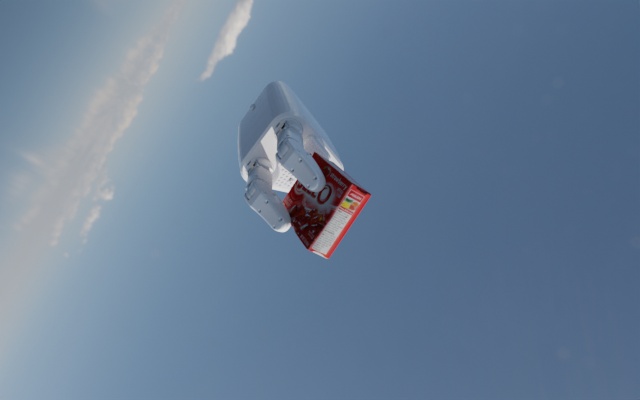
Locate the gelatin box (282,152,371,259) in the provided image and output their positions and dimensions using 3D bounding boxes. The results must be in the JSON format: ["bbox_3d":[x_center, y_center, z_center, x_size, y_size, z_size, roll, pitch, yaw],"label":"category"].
[{"bbox_3d":[0.001,0.002,0.463,0.030,0.073,0.089,28,11,-33],"label":"gelatin box"}]
